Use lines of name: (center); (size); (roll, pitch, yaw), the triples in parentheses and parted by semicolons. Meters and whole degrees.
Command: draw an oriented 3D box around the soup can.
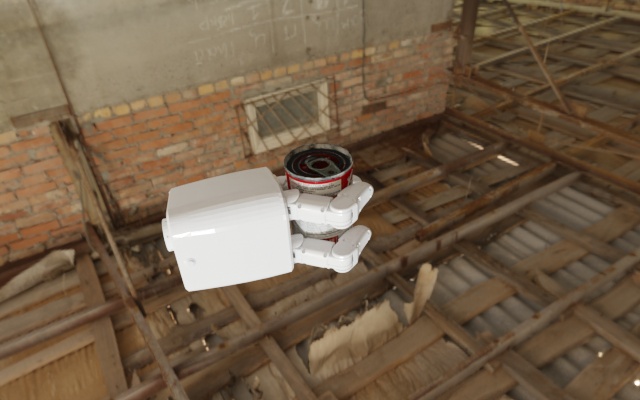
soup can: (0.001, 0.002, 0.493); (0.068, 0.102, 0.068); (-2, 35, 2)
